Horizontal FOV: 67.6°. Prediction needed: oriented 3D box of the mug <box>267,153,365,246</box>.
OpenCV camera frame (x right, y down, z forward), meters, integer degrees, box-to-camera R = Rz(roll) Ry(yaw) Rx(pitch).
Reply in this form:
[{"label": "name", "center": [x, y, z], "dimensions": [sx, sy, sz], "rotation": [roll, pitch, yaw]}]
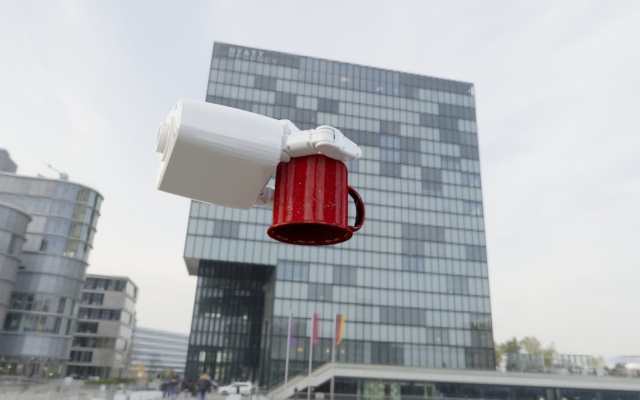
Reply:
[{"label": "mug", "center": [0.001, 0.002, 0.532], "dimensions": [0.117, 0.081, 0.093], "rotation": [12, -22, -26]}]
